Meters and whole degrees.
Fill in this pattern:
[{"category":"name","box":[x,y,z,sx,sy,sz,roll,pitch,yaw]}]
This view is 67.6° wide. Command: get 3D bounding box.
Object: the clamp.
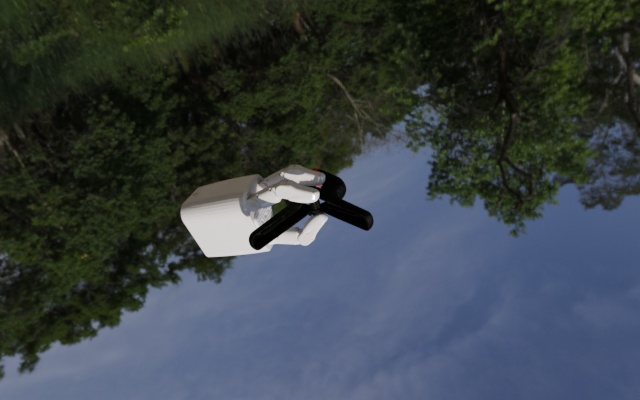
[{"category":"clamp","box":[0.000,0.003,0.692,0.164,0.036,0.210,-7,25,14]}]
